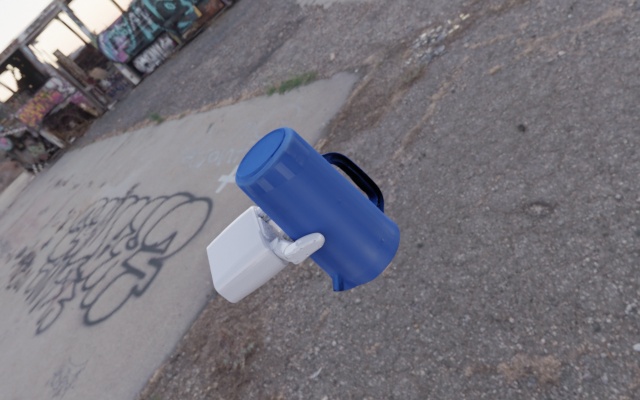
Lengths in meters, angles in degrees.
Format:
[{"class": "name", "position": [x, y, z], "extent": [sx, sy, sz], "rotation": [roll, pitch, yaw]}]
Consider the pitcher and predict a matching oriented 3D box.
[{"class": "pitcher", "position": [0.000, 0.002, 0.702], "extent": [0.243, 0.145, 0.149], "rotation": [44, 13, -27]}]
